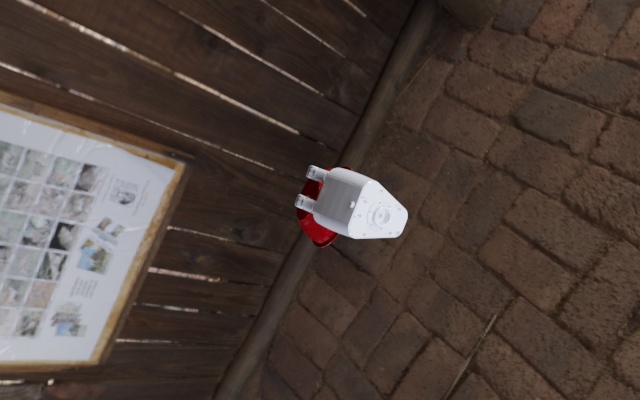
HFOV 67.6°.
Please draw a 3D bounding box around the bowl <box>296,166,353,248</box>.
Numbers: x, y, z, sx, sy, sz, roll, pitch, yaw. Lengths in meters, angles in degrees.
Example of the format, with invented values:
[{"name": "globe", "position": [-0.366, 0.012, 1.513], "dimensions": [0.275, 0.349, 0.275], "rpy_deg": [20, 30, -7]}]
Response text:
[{"name": "bowl", "position": [-0.001, 0.003, 0.890], "dimensions": [0.055, 0.162, 0.162], "rpy_deg": [21, -8, -22]}]
